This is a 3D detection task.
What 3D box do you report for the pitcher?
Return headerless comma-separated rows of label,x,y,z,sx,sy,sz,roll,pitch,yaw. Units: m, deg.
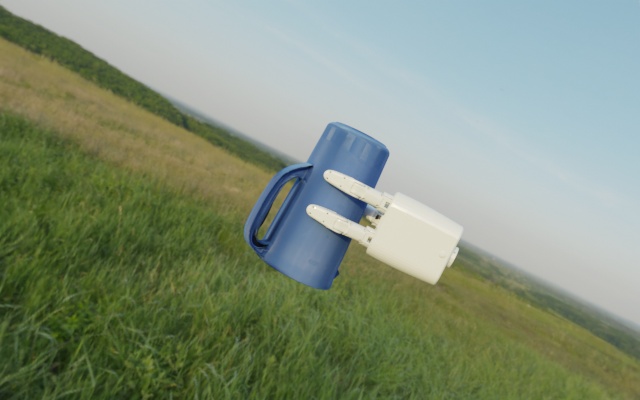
pitcher,0.000,0.003,0.740,0.145,0.243,0.149,27,4,13
